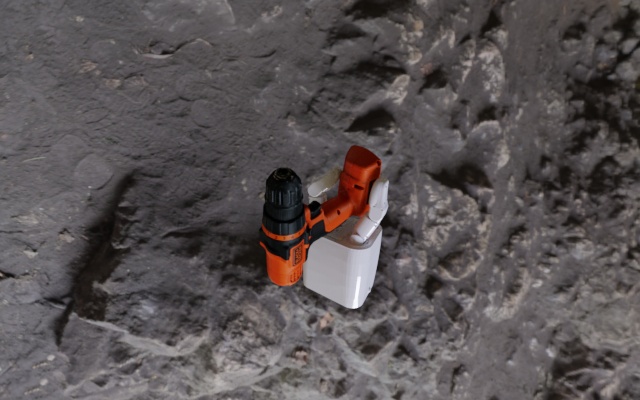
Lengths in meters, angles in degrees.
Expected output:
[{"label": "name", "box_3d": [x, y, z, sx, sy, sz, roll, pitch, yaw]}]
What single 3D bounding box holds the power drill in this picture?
[{"label": "power drill", "box_3d": [0.000, 0.002, 0.614, 0.057, 0.185, 0.187, 36, 52, 27]}]
